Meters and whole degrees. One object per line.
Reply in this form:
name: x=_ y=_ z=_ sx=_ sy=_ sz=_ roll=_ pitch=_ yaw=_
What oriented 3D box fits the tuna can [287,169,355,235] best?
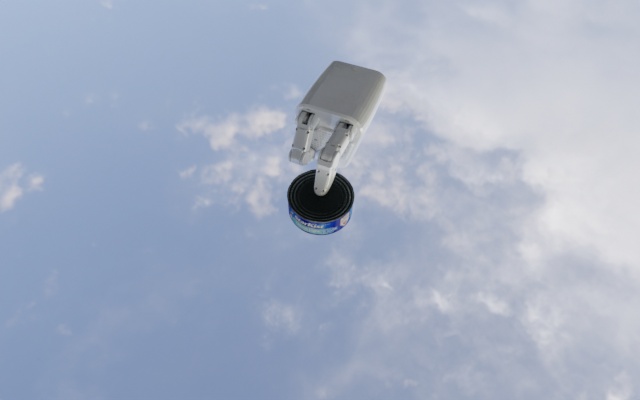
tuna can: x=0.000 y=0.002 z=0.618 sx=0.086 sy=0.086 sz=0.034 roll=0 pitch=-37 yaw=-1
